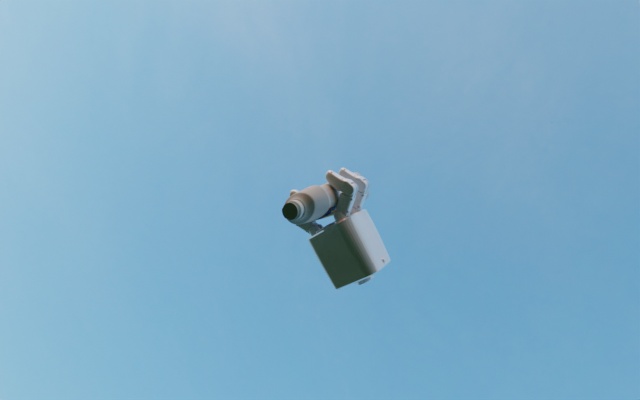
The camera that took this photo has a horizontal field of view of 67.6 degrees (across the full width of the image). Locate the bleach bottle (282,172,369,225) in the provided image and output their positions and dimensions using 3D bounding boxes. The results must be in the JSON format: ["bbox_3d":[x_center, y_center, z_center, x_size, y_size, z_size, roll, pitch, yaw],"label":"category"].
[{"bbox_3d":[0.000,0.003,0.853,0.102,0.068,0.251,-30,-5,27],"label":"bleach bottle"}]
